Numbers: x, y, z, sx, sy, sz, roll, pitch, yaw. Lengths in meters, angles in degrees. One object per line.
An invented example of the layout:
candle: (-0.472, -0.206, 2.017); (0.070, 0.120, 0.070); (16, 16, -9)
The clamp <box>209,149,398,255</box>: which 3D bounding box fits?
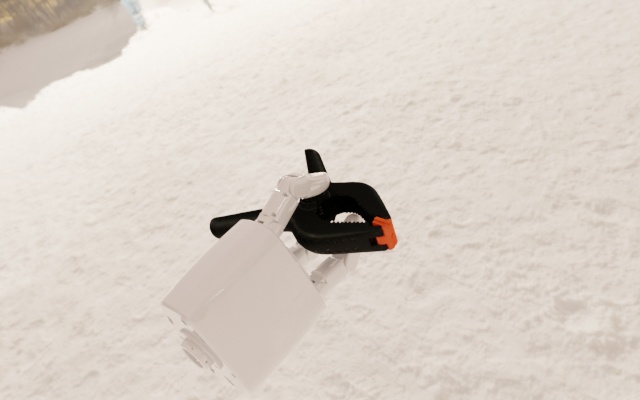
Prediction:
clamp: (0.000, 0.001, 0.502); (0.210, 0.036, 0.164); (12, 46, 41)
